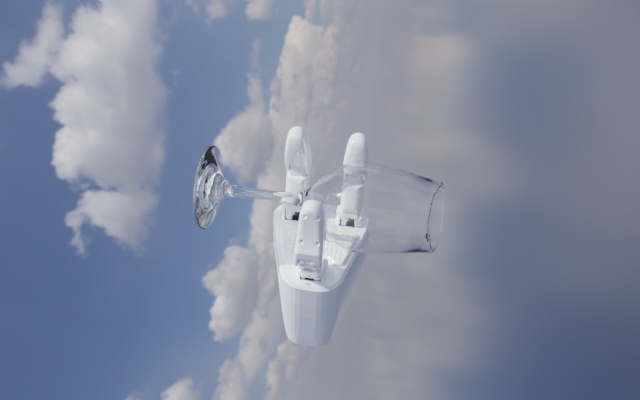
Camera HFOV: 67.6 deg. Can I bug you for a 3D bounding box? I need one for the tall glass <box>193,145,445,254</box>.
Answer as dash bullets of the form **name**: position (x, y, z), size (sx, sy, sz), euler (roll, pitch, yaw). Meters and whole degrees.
- **tall glass**: position (-0.001, 0.001, 0.412), size (0.201, 0.079, 0.079), euler (7, 0, 4)
